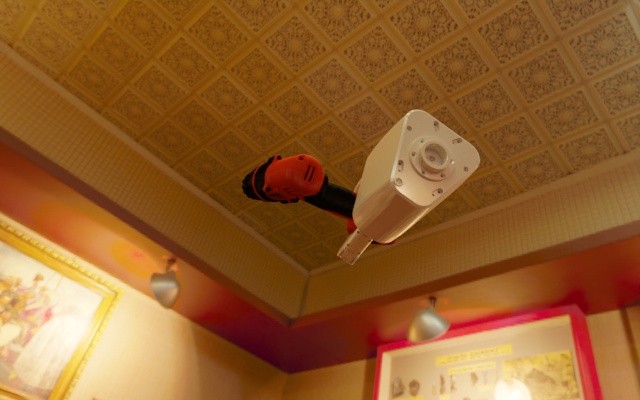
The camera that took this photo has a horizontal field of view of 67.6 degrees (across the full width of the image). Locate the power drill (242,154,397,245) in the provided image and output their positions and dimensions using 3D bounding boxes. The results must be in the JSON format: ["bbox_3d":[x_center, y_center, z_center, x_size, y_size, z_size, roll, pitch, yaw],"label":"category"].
[{"bbox_3d":[0.001,0.002,0.626,0.188,0.057,0.184,23,-12,-25],"label":"power drill"}]
